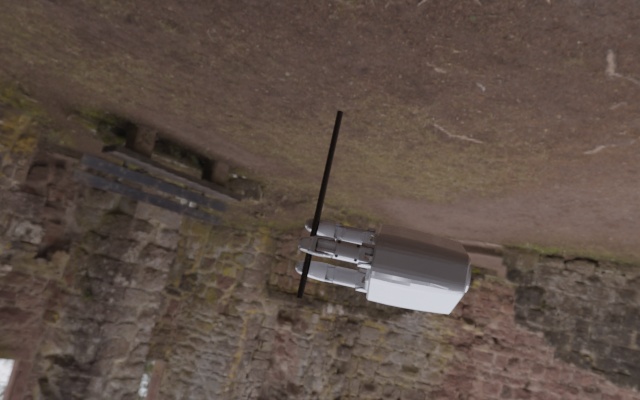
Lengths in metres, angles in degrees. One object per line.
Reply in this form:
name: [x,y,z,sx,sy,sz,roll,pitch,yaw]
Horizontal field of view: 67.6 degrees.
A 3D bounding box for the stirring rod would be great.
stirring rod: [0.000,0.002,0.596,0.011,0.239,0.011,12,-9,2]
